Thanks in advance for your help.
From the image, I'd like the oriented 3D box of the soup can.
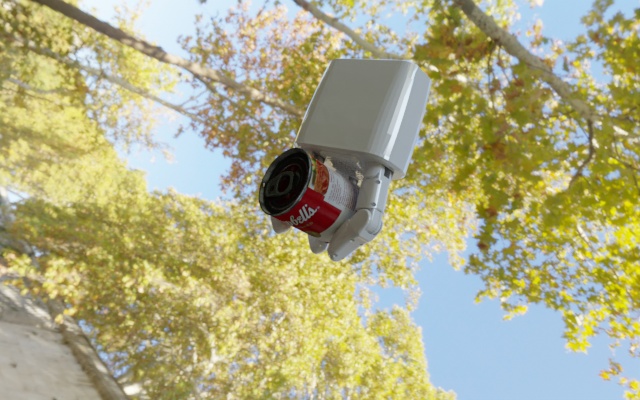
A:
[{"bbox_3d":[0.000,0.002,0.465,0.068,0.068,0.102,0,-23,47],"label":"soup can"}]
